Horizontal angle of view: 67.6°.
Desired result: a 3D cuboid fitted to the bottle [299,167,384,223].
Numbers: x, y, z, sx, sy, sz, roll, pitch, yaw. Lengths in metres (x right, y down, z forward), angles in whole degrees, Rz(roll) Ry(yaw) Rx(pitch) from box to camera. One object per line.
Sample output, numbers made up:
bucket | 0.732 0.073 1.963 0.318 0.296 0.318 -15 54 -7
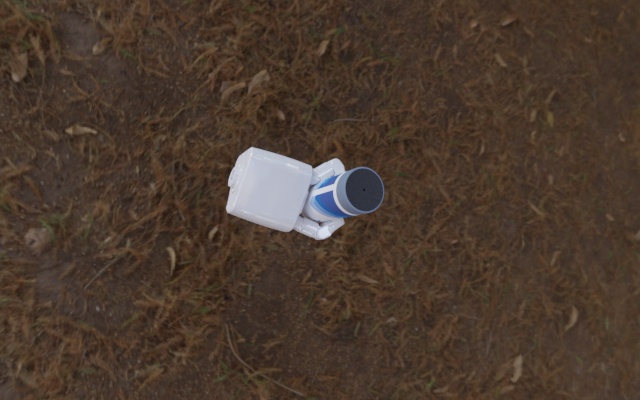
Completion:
bottle | 0.000 0.003 0.808 0.069 0.069 0.296 0 -7 -25
